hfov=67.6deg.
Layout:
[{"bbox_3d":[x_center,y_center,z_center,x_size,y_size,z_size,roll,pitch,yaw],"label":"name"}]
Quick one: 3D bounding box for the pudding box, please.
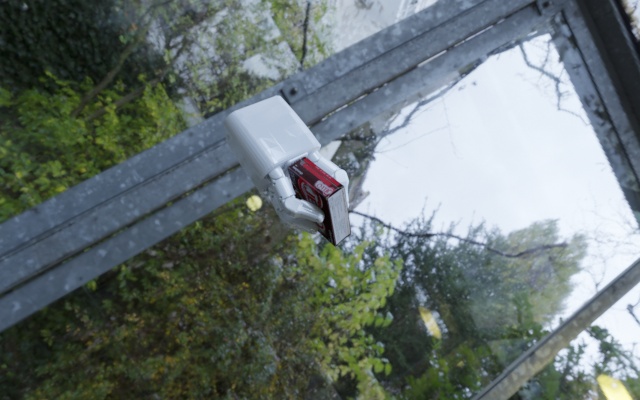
[{"bbox_3d":[0.000,0.002,0.706,0.039,0.114,0.090,-36,51,-18],"label":"pudding box"}]
